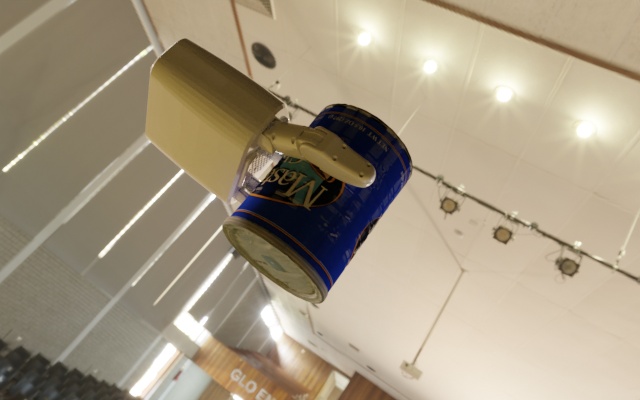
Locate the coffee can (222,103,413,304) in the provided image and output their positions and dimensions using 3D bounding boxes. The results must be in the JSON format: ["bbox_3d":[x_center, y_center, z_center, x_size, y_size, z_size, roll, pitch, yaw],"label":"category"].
[{"bbox_3d":[0.000,0.002,0.411,0.103,0.140,0.103,31,-24,16],"label":"coffee can"}]
